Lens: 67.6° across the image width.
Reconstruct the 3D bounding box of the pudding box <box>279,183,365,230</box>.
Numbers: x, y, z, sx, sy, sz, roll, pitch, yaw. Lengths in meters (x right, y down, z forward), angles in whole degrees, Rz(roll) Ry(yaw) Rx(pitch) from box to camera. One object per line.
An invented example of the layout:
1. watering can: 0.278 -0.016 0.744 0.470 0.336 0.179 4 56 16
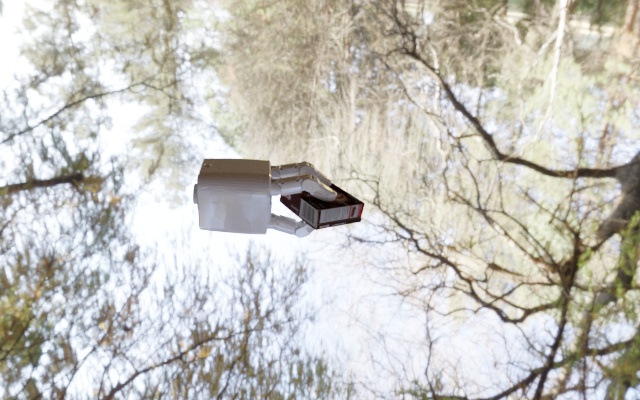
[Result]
1. pudding box: 0.000 0.003 0.759 0.090 0.039 0.113 -9 30 -34
